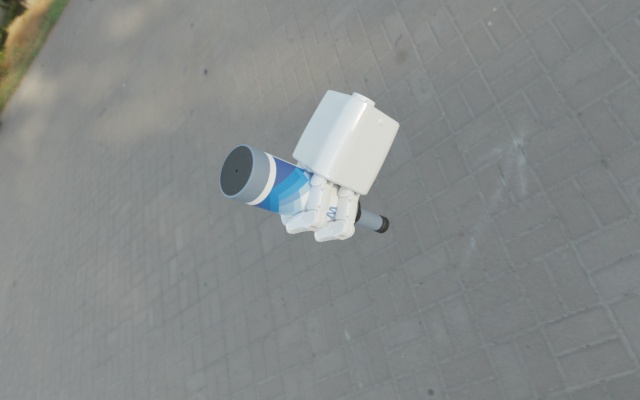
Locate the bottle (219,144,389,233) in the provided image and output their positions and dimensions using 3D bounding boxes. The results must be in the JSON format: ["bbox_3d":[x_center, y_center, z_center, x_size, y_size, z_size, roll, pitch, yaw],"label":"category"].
[{"bbox_3d":[0.000,0.002,0.663,0.069,0.069,0.296,0,-15,44],"label":"bottle"}]
